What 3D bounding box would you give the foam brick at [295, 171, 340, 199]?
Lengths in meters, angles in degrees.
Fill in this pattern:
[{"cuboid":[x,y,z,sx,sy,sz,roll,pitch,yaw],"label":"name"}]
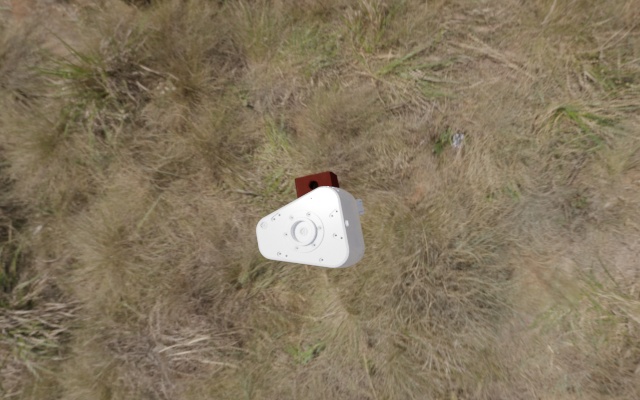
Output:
[{"cuboid":[0.000,0.002,0.672,0.053,0.078,0.051,-11,-6,13],"label":"foam brick"}]
